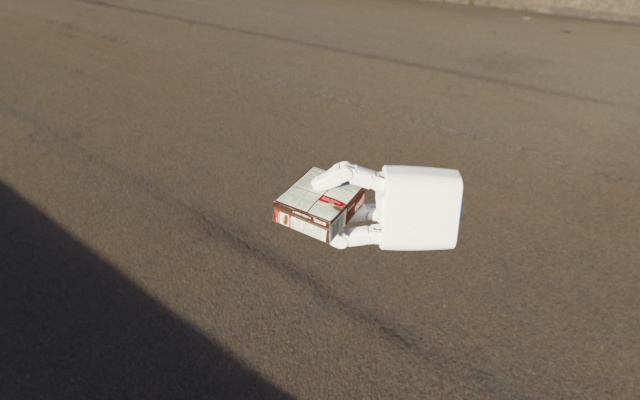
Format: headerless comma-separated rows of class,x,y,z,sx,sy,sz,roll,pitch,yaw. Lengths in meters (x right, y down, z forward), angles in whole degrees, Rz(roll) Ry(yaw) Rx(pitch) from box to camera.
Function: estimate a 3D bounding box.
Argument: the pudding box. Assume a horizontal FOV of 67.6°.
pudding box,0.000,0.002,0.666,0.090,0.039,0.113,20,37,21
